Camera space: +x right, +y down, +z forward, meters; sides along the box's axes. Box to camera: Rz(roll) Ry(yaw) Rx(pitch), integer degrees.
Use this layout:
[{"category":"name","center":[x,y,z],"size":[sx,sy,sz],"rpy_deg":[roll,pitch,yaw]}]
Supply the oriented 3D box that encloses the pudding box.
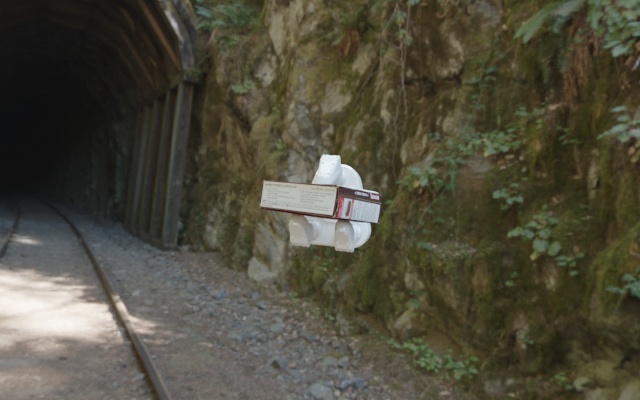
[{"category":"pudding box","center":[0.000,0.002,0.551],"size":[0.113,0.039,0.090],"rpy_deg":[3,-3,39]}]
